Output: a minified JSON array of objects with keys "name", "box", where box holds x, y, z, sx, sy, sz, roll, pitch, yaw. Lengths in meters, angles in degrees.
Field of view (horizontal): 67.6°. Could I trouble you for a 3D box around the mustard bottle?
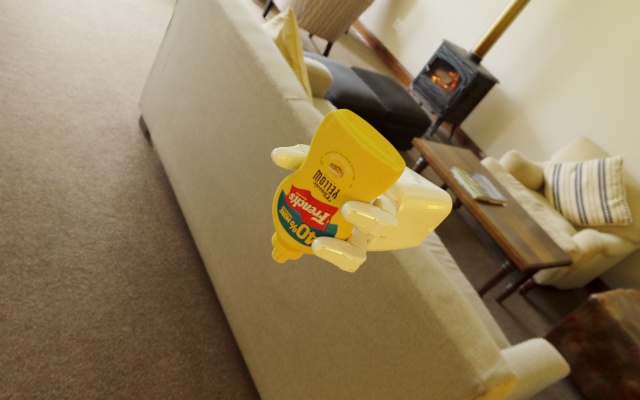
[{"name":"mustard bottle","box":[0.000,0.002,0.523,0.096,0.192,0.058,44,31,12]}]
